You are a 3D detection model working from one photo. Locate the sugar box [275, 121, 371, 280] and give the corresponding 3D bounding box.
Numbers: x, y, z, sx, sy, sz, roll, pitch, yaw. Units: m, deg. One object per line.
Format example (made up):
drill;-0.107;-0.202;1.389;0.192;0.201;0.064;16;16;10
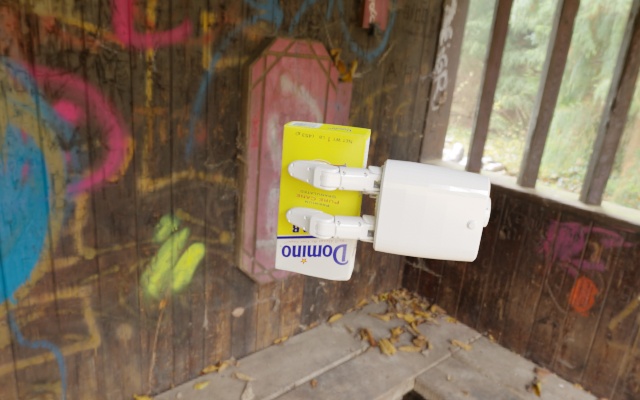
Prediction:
sugar box;0.000;0.002;0.550;0.093;0.176;0.048;9;18;11
